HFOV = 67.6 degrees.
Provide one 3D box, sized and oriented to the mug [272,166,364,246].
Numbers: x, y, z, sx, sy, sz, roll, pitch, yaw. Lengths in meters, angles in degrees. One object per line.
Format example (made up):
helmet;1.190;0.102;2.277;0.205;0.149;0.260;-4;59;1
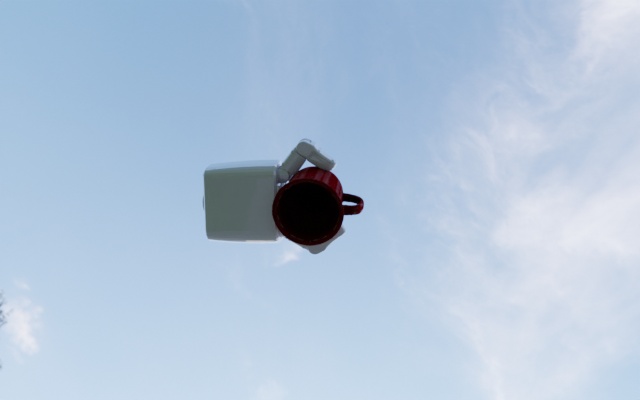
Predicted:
mug;0.002;0.002;0.644;0.117;0.093;0.081;0;20;7
